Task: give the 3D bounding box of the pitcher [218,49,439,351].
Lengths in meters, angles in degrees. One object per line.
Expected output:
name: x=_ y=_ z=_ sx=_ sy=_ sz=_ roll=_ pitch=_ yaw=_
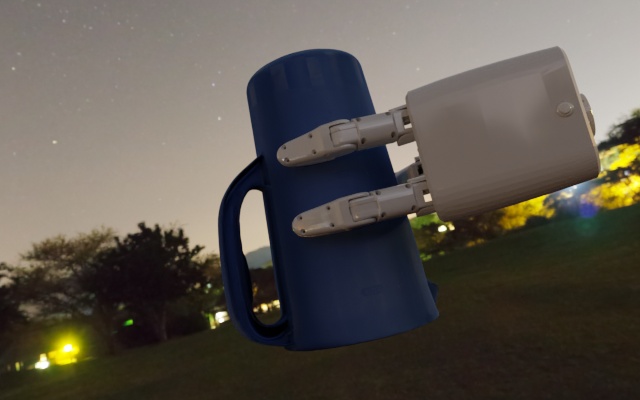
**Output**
pitcher: x=0.000 y=0.001 z=0.415 sx=0.145 sy=0.243 sz=0.149 roll=-16 pitch=-9 yaw=22
